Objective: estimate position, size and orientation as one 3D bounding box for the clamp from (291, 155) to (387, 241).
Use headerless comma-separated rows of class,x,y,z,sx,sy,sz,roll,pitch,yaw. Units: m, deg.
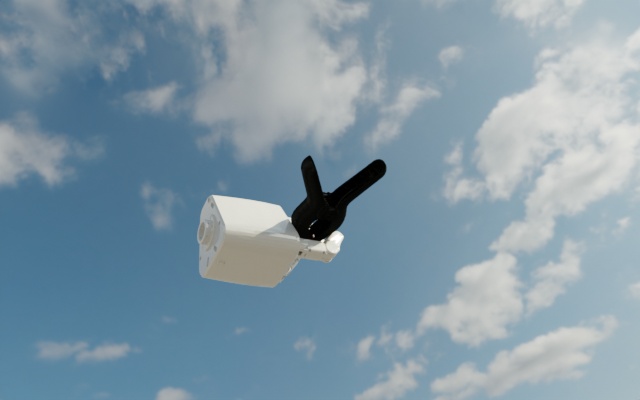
clamp,0.000,0.002,0.639,0.120,0.171,0.039,12,39,-31
